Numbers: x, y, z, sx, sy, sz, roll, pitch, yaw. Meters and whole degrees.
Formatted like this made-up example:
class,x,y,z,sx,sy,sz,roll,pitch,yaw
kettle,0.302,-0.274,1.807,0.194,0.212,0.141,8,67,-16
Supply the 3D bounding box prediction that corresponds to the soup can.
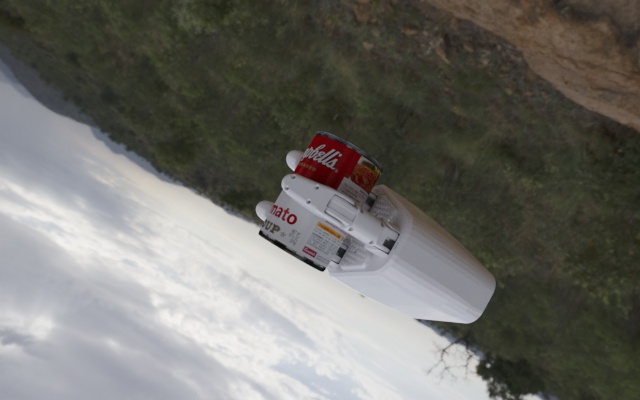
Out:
class,x,y,z,sx,sy,sz,roll,pitch,yaw
soup can,0.000,0.001,0.412,0.068,0.102,0.068,30,-5,3
